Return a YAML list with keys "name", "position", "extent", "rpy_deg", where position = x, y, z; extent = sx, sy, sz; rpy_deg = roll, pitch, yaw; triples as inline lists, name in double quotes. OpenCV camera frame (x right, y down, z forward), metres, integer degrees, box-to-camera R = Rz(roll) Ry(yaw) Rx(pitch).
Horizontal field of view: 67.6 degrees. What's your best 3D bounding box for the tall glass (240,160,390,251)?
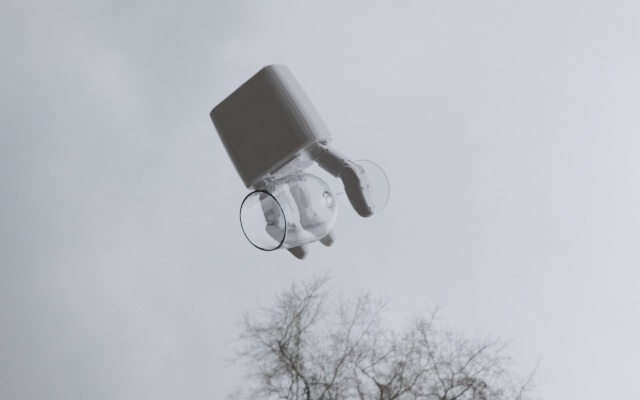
- name: "tall glass"
  position: [0.001, 0.002, 0.544]
  extent: [0.079, 0.079, 0.201]
  rpy_deg: [0, 11, 36]
